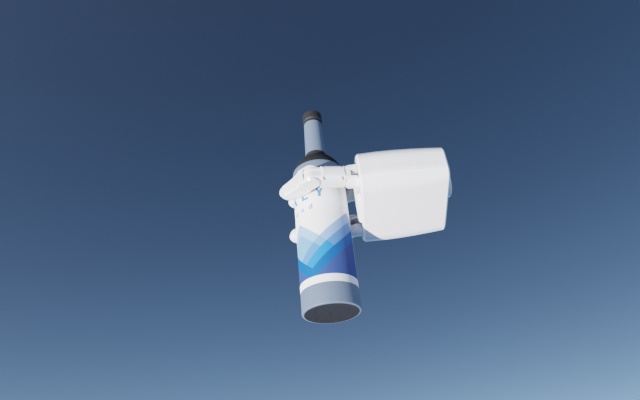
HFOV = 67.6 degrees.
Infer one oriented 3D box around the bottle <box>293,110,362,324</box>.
[{"bbox_3d":[0.000,0.002,0.605,0.069,0.295,0.069,-4,-33,-3],"label":"bottle"}]
